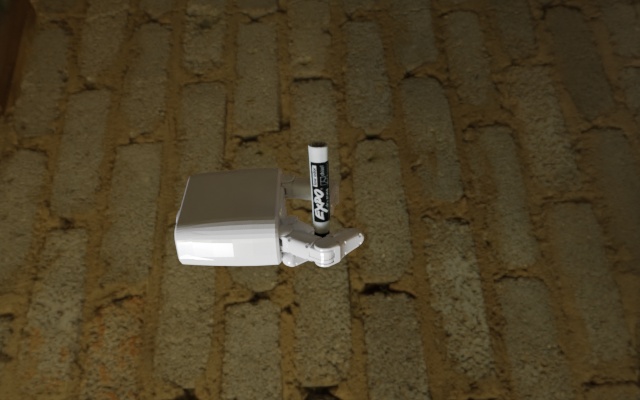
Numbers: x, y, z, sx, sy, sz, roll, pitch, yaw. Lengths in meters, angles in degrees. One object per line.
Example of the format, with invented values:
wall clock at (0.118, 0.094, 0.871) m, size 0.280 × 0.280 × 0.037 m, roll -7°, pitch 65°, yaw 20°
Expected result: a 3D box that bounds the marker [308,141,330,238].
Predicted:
marker at (0.000, 0.002, 0.475) m, size 0.020 × 0.121 × 0.020 m, roll -2°, pitch 26°, yaw 1°
